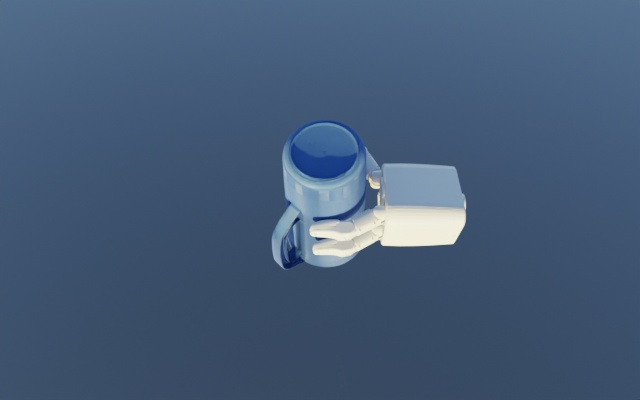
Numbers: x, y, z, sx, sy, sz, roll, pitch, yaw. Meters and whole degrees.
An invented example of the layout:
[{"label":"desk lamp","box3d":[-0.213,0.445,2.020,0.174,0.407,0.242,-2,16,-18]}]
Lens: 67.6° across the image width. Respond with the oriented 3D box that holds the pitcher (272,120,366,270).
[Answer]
[{"label":"pitcher","box3d":[0.000,0.002,0.702,0.145,0.149,0.243,0,-29,2]}]
